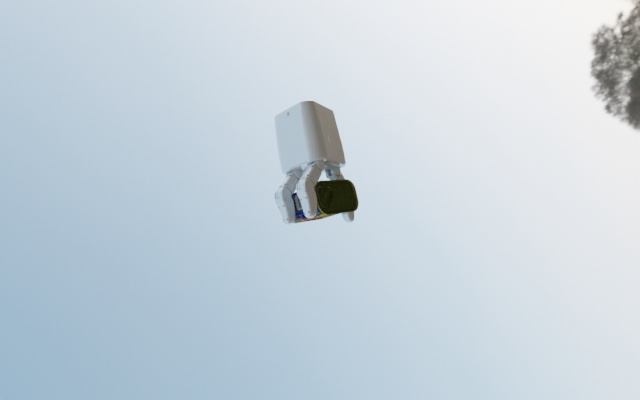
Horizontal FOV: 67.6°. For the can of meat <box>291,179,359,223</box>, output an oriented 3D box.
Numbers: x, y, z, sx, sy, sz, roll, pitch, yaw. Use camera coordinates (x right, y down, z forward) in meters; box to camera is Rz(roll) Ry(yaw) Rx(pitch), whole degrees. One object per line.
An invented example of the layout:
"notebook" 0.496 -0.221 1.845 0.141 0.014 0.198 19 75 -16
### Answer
"can of meat" 0.000 0.003 0.823 0.084 0.057 0.102 -18 -9 42
